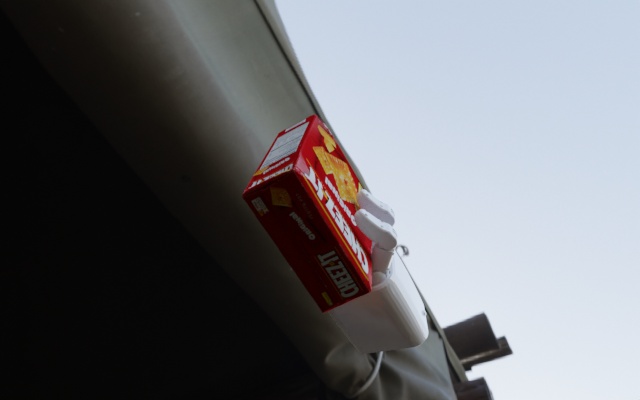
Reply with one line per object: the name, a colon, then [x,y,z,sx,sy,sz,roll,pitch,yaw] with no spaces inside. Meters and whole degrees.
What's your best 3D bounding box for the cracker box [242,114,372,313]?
cracker box: [0.000,0.002,0.583,0.072,0.164,0.213,-27,19,17]
